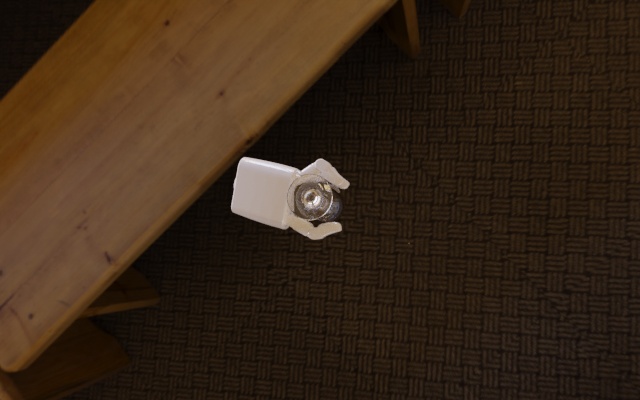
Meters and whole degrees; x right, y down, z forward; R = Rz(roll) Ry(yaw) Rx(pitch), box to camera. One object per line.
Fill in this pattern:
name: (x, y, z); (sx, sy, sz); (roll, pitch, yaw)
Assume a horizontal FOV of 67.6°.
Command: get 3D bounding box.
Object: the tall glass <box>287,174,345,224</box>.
tall glass: (0.000, 0.003, 0.852); (0.079, 0.079, 0.201); (0, -5, 11)
